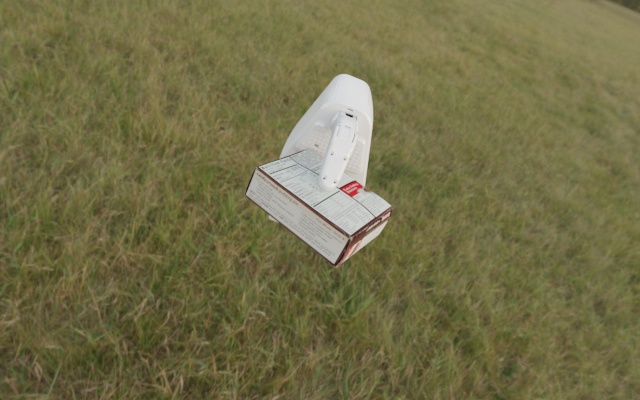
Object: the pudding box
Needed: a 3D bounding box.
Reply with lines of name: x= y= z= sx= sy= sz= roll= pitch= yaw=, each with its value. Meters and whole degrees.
pudding box: x=0.000 y=0.001 z=0.447 sx=0.113 sy=0.039 sz=0.090 roll=35 pitch=33 yaw=19
